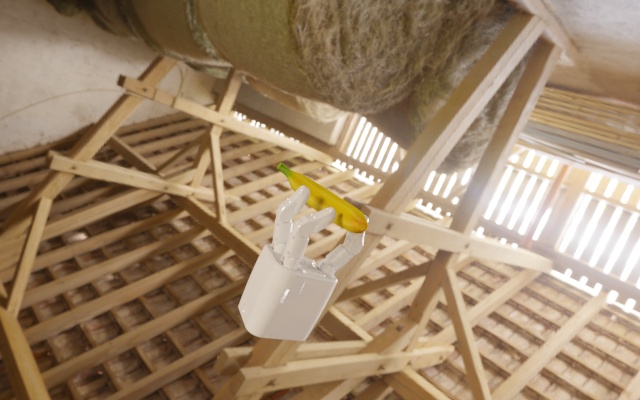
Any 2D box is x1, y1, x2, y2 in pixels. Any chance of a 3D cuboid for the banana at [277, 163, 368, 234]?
[{"bbox_3d":[0.009,0.005,0.705,0.197,0.037,0.070,34,7,40],"label":"banana"}]
